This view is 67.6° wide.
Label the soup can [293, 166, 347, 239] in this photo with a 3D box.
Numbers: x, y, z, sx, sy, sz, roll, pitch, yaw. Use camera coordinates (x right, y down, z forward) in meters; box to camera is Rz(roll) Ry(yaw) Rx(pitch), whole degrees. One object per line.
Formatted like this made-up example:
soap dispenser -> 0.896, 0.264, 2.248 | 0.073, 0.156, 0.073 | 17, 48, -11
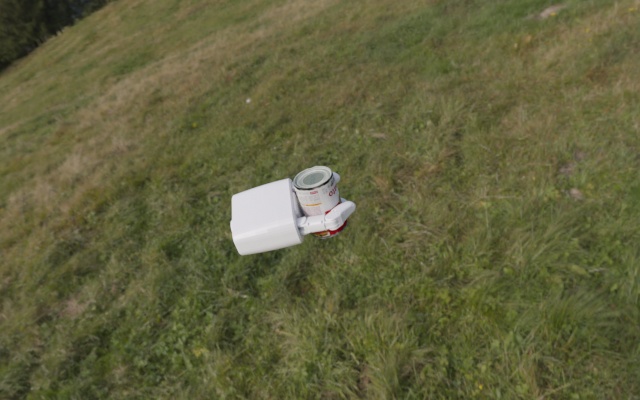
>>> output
soup can -> 0.001, 0.002, 0.789 | 0.068, 0.102, 0.068 | -13, 33, 8
